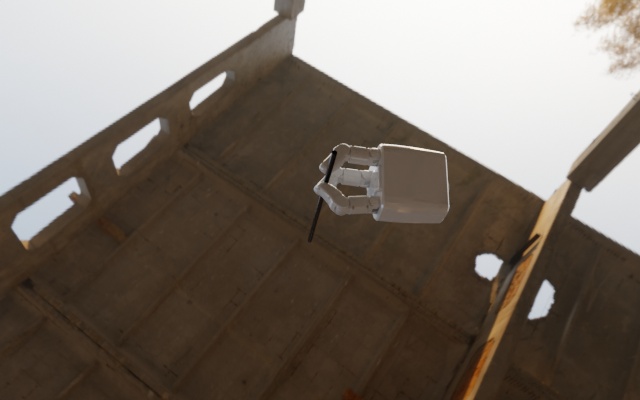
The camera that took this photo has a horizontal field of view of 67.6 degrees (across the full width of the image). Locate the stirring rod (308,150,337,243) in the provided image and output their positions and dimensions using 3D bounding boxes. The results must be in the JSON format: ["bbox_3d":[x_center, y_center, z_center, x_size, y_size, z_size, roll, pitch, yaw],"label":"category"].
[{"bbox_3d":[0.000,0.002,0.761,0.011,0.011,0.240,0,-35,-11],"label":"stirring rod"}]
